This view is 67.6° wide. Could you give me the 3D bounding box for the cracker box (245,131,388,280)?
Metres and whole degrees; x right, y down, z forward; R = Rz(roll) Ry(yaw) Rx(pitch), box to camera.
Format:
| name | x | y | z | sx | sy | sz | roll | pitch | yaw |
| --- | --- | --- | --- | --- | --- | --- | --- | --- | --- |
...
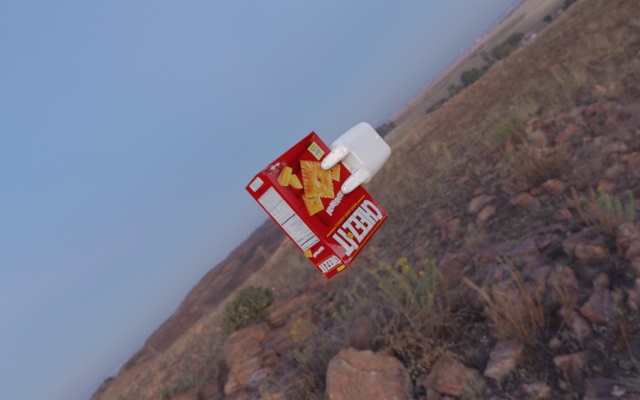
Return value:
| name | x | y | z | sx | sy | sz | roll | pitch | yaw |
| --- | --- | --- | --- | --- | --- | --- | --- | --- | --- |
| cracker box | 0.000 | 0.003 | 0.842 | 0.072 | 0.214 | 0.164 | -40 | 3 | 46 |
